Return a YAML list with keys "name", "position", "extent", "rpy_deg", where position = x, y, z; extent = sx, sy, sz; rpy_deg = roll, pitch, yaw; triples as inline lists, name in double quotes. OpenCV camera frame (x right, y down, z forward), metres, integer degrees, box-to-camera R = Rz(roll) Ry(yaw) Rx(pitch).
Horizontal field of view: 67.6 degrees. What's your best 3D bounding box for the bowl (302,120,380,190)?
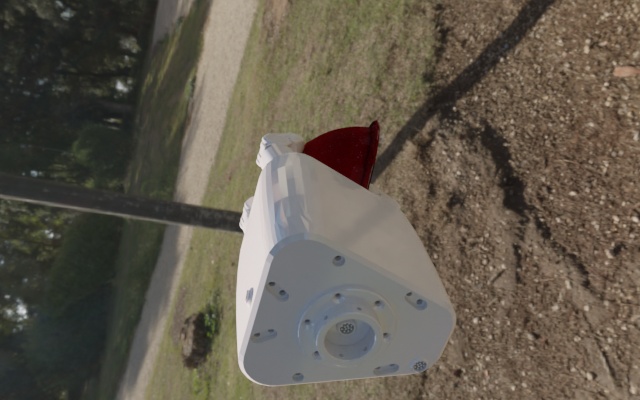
- name: "bowl"
  position: [0.000, 0.001, 0.416]
  extent: [0.055, 0.162, 0.162]
  rpy_deg: [17, -1, -2]
